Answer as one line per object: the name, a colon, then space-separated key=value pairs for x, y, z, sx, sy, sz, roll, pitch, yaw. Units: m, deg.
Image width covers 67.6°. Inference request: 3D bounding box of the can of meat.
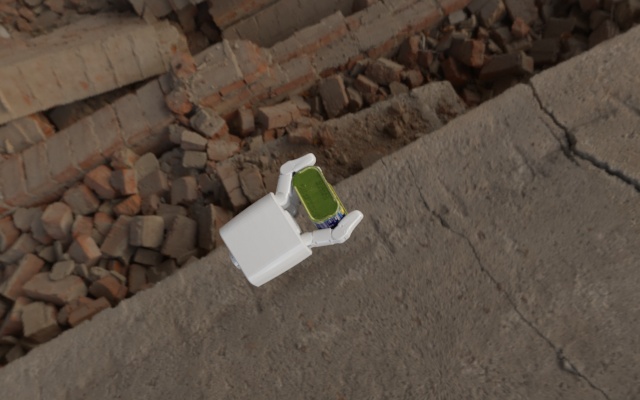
can of meat: x=0.000 y=0.002 z=0.776 sx=0.057 sy=0.102 sz=0.084 roll=-30 pitch=-24 yaw=2
